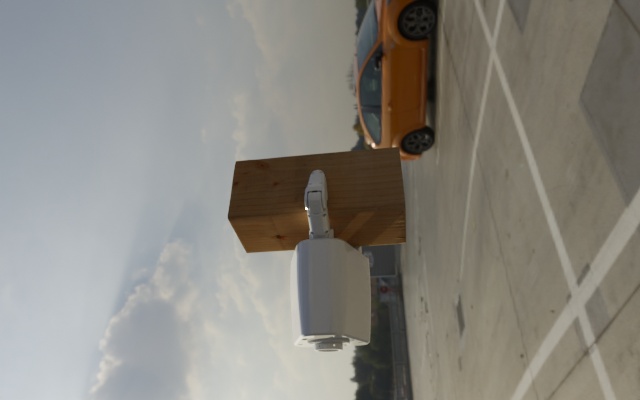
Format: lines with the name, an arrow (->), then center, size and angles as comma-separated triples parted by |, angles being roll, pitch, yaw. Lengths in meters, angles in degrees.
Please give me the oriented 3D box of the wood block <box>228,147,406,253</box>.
wood block -> 0.000, 0.002, 0.601 | 0.206, 0.090, 0.091 | -4, -36, 7
